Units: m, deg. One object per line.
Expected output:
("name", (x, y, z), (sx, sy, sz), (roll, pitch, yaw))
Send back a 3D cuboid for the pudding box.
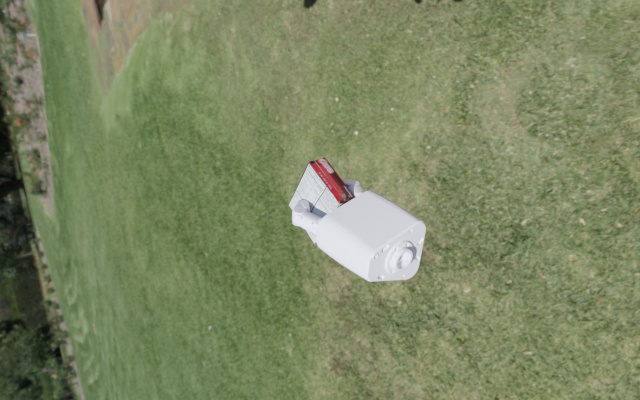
("pudding box", (0.000, 0.003, 0.752), (0.039, 0.090, 0.114), (-16, -30, -37))
